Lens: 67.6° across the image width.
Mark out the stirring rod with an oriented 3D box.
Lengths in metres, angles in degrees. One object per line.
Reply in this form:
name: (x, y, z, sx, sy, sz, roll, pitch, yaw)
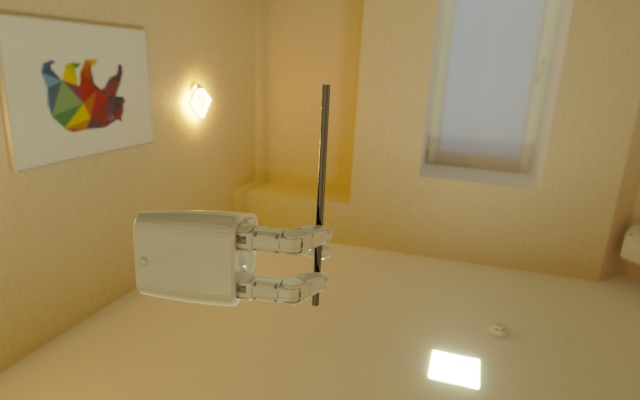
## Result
stirring rod: (0.000, 0.002, 0.502, 0.011, 0.239, 0.011, 3, 17, -1)
